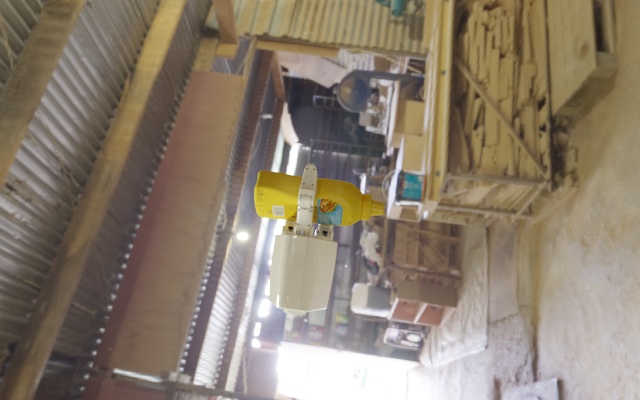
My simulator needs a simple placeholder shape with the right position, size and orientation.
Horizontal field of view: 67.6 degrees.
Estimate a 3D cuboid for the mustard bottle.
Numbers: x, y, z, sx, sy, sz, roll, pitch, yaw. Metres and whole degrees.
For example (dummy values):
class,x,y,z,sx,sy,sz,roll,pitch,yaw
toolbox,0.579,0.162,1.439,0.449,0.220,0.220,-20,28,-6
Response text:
class,x,y,z,sx,sy,sz,roll,pitch,yaw
mustard bottle,0.000,0.002,0.724,0.191,0.058,0.096,7,-31,3
